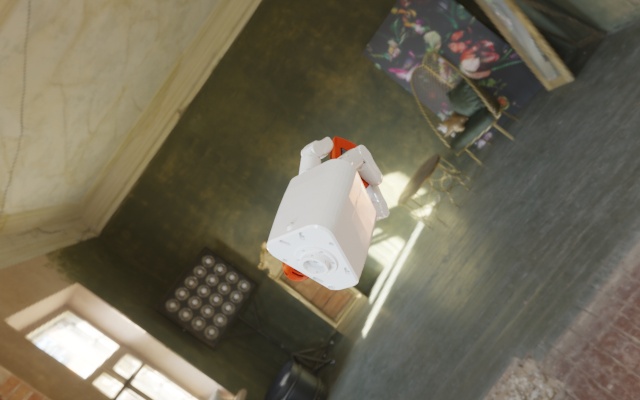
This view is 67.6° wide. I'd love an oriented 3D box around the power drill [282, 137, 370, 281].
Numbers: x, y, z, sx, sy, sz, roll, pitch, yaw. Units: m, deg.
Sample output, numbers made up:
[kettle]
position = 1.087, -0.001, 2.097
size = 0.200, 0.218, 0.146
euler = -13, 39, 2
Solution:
[power drill]
position = 0.000, 0.002, 0.709
size = 0.057, 0.188, 0.184
euler = 21, 30, -17
